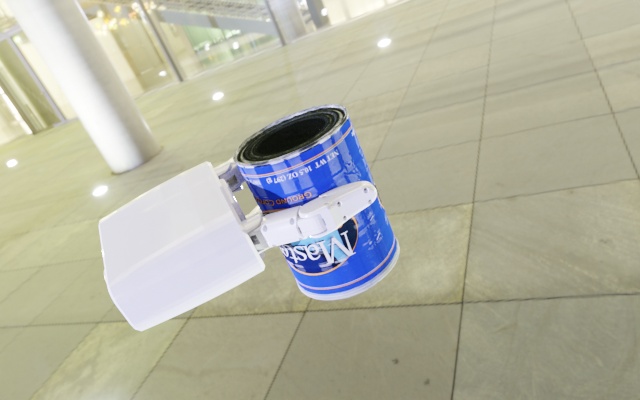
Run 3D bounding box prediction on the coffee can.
[{"bbox_3d":[0.000,0.001,0.421,0.103,0.140,0.102,-19,26,10],"label":"coffee can"}]
